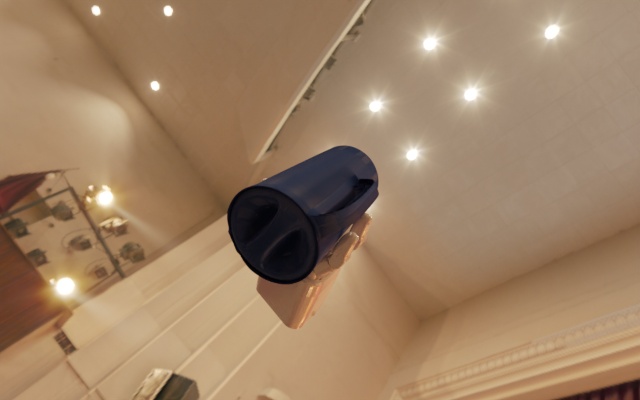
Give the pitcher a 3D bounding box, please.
[{"bbox_3d":[0.000,0.002,0.670,0.149,0.145,0.242,31,34,14],"label":"pitcher"}]
